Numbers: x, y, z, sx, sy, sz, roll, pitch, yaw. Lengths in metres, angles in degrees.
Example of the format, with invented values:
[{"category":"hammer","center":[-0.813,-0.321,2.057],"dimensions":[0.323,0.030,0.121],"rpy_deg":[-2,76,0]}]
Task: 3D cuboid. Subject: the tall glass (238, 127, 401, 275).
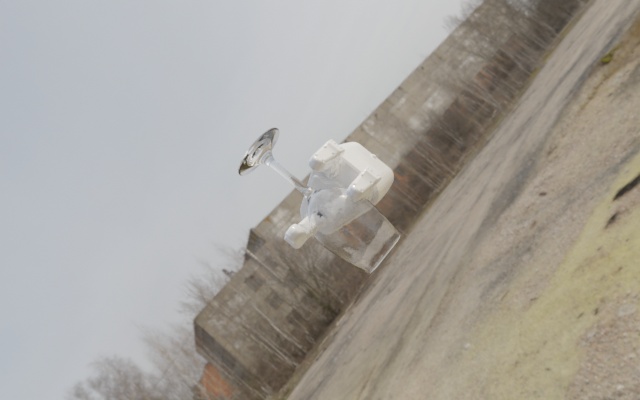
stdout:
[{"category":"tall glass","center":[-0.001,0.002,0.576],"dimensions":[0.201,0.079,0.079],"rpy_deg":[39,6,8]}]
